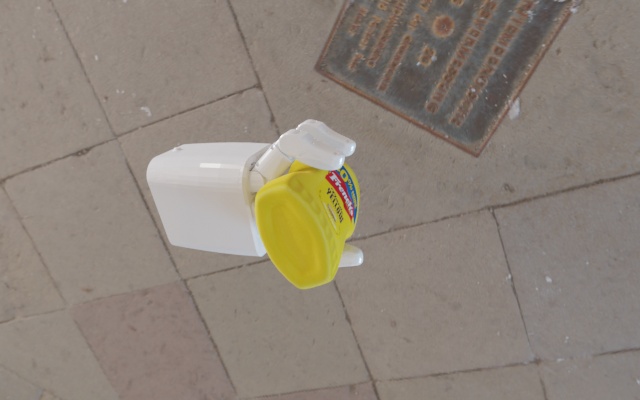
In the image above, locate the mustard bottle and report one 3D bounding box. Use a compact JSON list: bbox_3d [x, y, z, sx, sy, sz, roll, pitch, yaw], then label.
[{"bbox_3d":[0.000,0.002,0.474,0.058,0.096,0.191,-21,13,21],"label":"mustard bottle"}]
